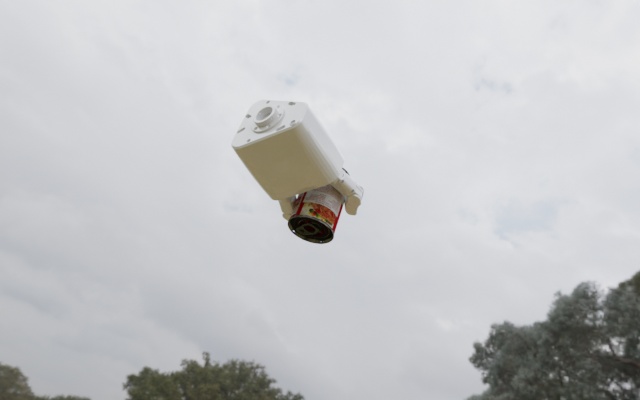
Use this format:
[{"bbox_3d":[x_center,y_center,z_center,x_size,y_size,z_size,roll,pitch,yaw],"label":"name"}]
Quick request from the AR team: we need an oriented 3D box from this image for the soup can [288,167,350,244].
[{"bbox_3d":[0.001,0.002,0.693,0.068,0.102,0.069,14,-33,9],"label":"soup can"}]
